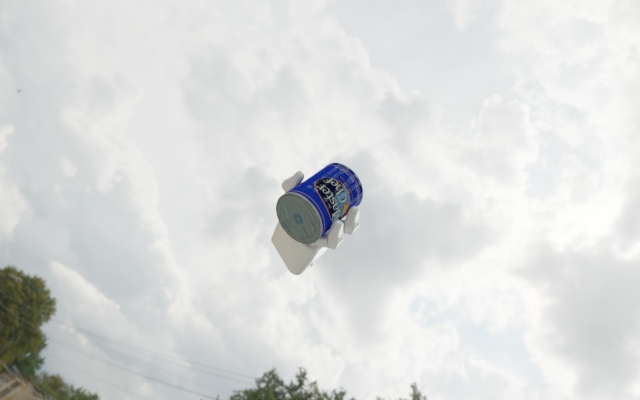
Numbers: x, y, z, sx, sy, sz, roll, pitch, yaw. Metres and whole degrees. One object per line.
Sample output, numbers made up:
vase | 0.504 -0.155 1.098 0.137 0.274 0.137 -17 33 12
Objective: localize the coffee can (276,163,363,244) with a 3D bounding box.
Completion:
coffee can | 0.000 0.003 0.895 0.103 0.103 0.140 0 26 42
